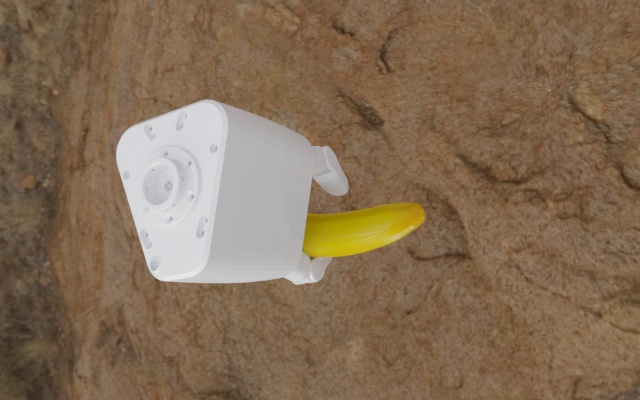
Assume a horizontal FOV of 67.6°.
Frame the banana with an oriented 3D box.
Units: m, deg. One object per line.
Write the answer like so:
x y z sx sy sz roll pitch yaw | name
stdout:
-0.009 0.018 0.424 0.198 0.069 0.037 11 -19 32 | banana
